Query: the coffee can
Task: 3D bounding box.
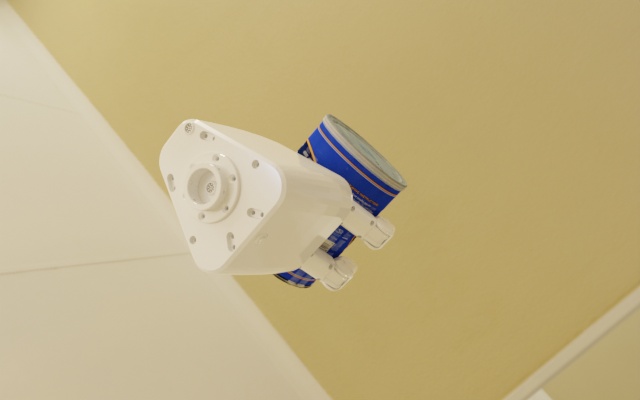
[{"bbox_3d":[0.000,0.001,0.472,0.103,0.140,0.102,39,15,-12],"label":"coffee can"}]
